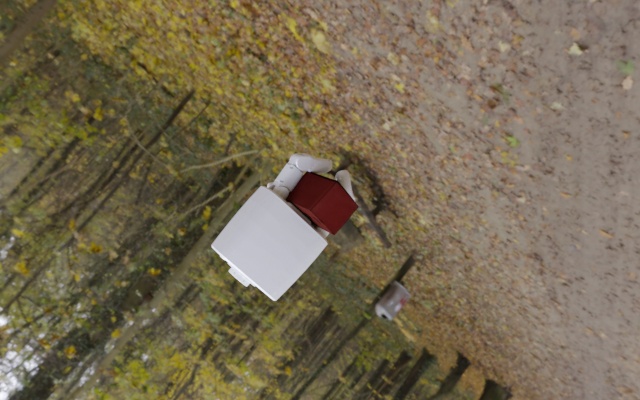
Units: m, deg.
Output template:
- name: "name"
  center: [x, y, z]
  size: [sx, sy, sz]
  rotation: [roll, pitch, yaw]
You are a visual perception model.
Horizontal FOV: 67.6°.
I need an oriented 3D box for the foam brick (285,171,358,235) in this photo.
- name: "foam brick"
  center: [0.000, 0.002, 0.621]
  size: [0.053, 0.051, 0.078]
  rotation: [48, -13, -30]
